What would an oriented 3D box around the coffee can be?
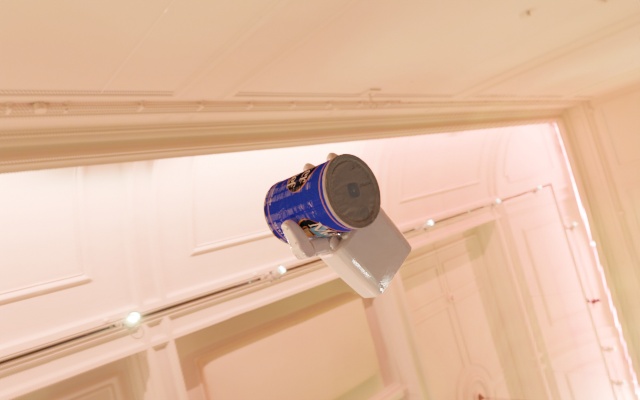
[{"bbox_3d":[0.000,0.002,0.681,0.103,0.103,0.140,0,-13,-42],"label":"coffee can"}]
